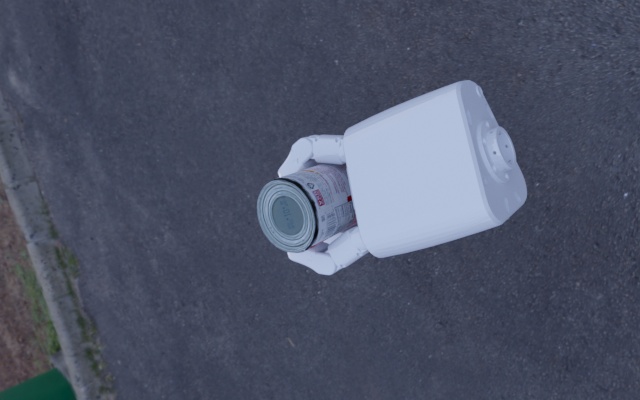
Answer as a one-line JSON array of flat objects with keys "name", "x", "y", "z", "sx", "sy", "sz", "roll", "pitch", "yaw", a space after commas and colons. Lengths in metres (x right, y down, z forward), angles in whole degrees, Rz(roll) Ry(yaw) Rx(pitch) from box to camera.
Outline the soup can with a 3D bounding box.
[{"name": "soup can", "x": -0.001, "y": 0.002, "z": 0.441, "sx": 0.068, "sy": 0.068, "sz": 0.102, "roll": 0, "pitch": 14, "yaw": 38}]
